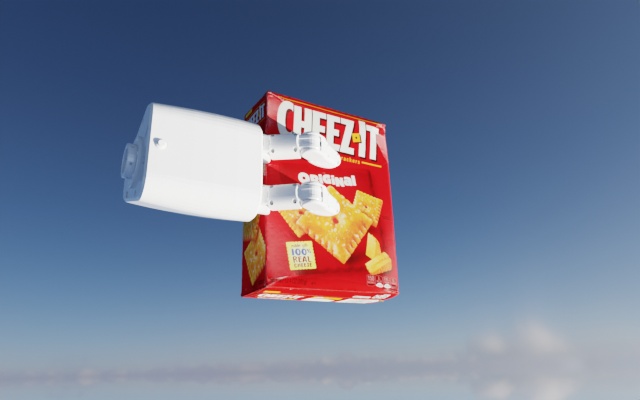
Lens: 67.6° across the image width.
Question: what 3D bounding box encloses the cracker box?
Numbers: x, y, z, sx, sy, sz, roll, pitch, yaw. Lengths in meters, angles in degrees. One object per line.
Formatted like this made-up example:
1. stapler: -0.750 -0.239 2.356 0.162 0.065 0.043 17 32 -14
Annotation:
1. cracker box: 0.000 0.002 0.534 0.164 0.213 0.072 10 -23 -30
